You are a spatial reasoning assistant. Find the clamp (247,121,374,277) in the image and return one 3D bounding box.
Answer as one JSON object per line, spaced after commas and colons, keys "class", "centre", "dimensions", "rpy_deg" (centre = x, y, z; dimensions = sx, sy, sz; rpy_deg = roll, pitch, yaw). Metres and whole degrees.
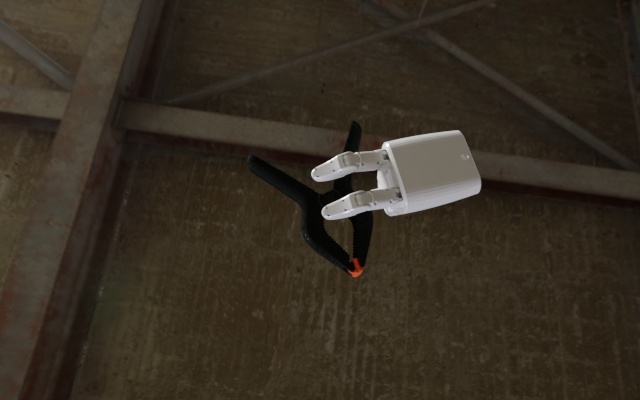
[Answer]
{"class": "clamp", "centre": [0.000, 0.003, 0.628], "dimensions": [0.164, 0.210, 0.036], "rpy_deg": [-13, -20, -5]}
